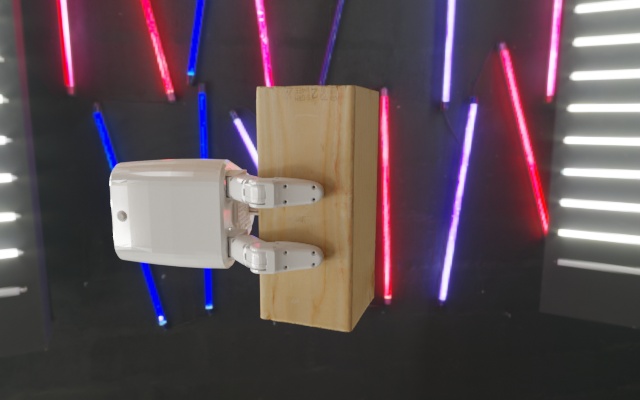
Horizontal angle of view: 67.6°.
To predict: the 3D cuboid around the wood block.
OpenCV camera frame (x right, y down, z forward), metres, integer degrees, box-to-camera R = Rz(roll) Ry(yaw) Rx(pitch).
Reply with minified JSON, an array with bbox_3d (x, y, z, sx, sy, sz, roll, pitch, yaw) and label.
[{"bbox_3d":[0.000,0.002,0.444,0.090,0.206,0.091,4,11,18],"label":"wood block"}]
